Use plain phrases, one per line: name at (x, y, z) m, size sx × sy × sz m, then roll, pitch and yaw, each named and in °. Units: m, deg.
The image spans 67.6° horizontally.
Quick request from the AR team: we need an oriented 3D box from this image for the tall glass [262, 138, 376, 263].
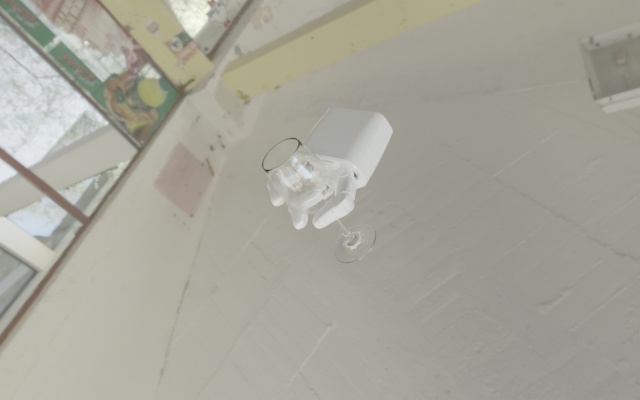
tall glass at (0.000, 0.003, 0.687) m, size 0.079 × 0.079 × 0.201 m, roll 0°, pitch -40°, yaw 45°
